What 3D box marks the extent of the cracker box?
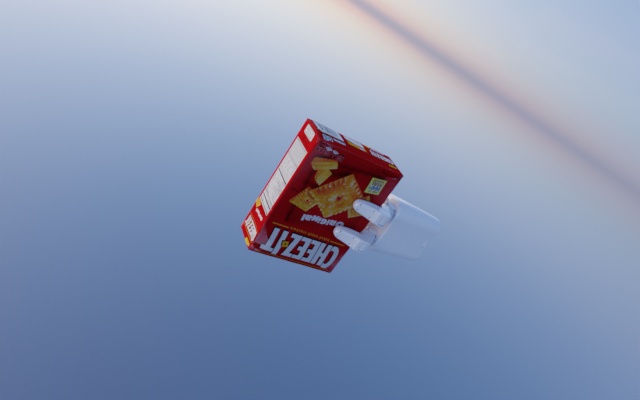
[{"bbox_3d":[0.000,0.002,0.748,0.164,0.214,0.072,21,25,-31],"label":"cracker box"}]
